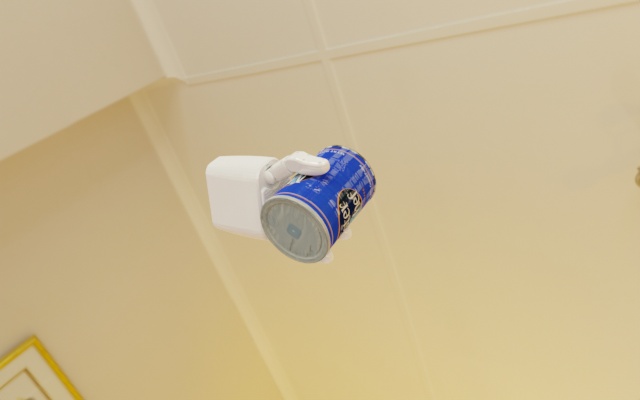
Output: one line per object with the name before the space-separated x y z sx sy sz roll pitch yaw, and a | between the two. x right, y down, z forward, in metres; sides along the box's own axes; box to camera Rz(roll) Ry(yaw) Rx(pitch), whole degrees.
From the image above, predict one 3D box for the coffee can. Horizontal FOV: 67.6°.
coffee can | 0.000 0.002 0.649 0.103 0.103 0.140 0 33 37
